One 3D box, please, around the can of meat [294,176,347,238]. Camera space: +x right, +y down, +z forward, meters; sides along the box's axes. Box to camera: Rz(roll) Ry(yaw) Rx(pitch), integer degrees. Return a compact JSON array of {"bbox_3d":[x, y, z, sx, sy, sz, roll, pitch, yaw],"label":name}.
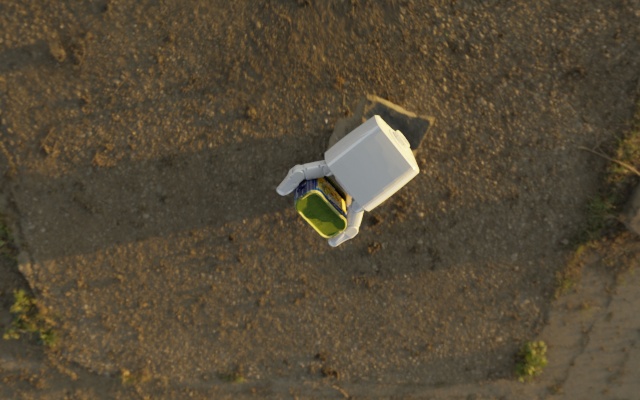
[{"bbox_3d":[0.000,0.003,0.802,0.057,0.102,0.084,-35,28,19],"label":"can of meat"}]
